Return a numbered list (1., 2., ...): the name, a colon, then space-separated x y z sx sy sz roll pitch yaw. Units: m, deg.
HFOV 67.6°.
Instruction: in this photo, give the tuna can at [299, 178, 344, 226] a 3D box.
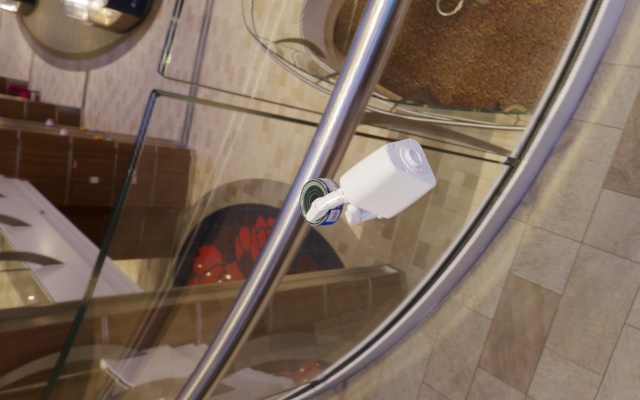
1. tuna can: 0.000 0.003 0.853 0.034 0.086 0.086 -2 1 -41
